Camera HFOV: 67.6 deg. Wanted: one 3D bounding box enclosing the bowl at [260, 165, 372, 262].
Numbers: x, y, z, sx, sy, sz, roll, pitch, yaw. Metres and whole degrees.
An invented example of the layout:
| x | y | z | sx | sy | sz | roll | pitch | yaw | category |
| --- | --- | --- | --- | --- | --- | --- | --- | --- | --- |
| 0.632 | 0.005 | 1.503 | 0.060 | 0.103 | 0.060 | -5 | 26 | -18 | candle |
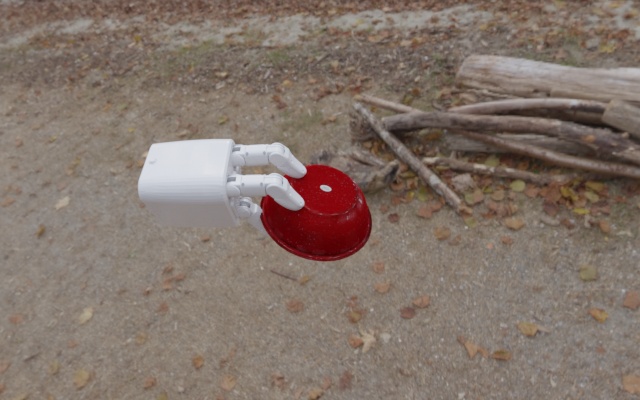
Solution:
| x | y | z | sx | sy | sz | roll | pitch | yaw | category |
| --- | --- | --- | --- | --- | --- | --- | --- | --- | --- |
| 0.001 | 0.002 | 0.654 | 0.162 | 0.162 | 0.055 | 0 | -41 | -16 | bowl |
